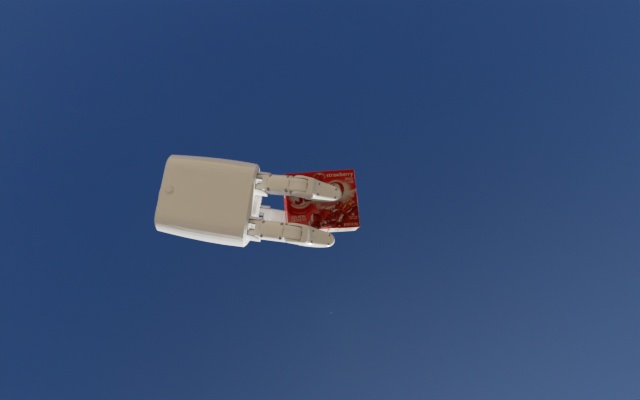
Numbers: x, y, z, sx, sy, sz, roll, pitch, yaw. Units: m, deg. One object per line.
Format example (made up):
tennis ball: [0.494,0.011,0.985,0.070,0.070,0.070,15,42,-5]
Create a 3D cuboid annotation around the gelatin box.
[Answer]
gelatin box: [0.000,0.002,0.585,0.089,0.073,0.030,-3,-11,-9]
